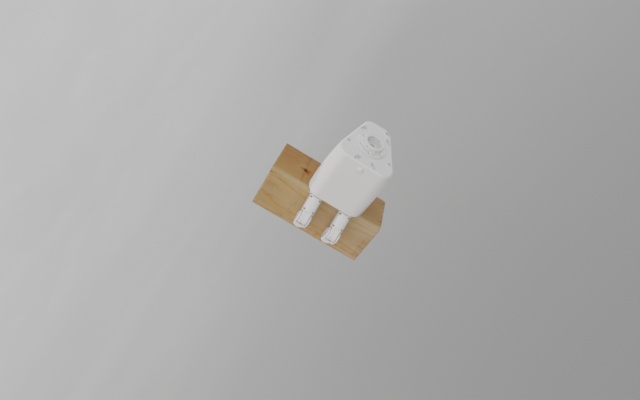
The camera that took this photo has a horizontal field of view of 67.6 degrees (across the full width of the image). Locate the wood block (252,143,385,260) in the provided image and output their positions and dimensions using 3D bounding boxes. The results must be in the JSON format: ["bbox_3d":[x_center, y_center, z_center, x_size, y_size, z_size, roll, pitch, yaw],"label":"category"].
[{"bbox_3d":[0.000,0.002,0.839,0.206,0.090,0.090,31,34,-6],"label":"wood block"}]
